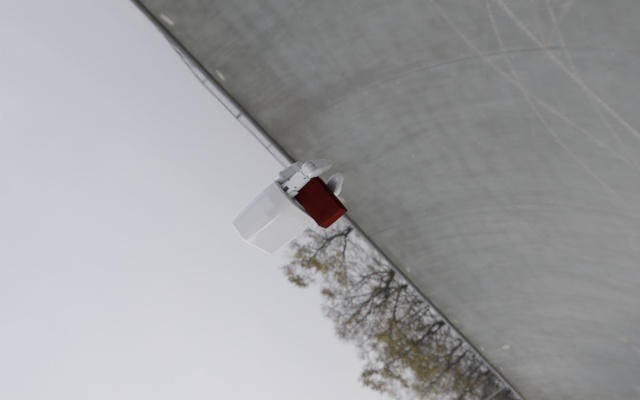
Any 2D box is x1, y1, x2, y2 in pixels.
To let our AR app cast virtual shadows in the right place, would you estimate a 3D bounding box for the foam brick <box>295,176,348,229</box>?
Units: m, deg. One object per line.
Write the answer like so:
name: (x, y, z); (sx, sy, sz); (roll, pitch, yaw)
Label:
foam brick: (0.000, 0.003, 0.815); (0.051, 0.078, 0.053); (-41, -17, 5)
